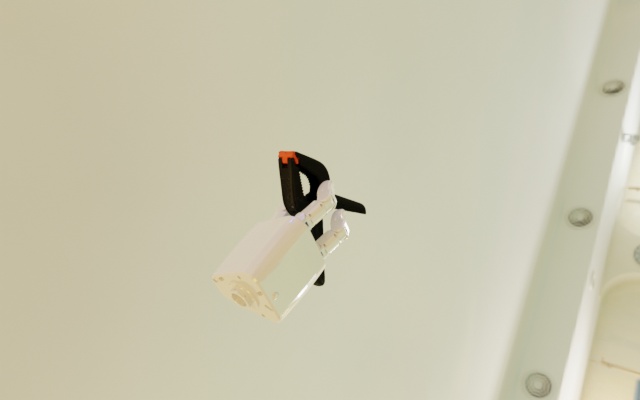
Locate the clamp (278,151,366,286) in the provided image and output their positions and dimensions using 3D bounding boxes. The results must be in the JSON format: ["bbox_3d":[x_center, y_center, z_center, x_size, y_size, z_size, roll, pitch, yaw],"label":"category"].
[{"bbox_3d":[-0.001,0.002,0.719,0.036,0.210,0.164,4,41,38],"label":"clamp"}]
